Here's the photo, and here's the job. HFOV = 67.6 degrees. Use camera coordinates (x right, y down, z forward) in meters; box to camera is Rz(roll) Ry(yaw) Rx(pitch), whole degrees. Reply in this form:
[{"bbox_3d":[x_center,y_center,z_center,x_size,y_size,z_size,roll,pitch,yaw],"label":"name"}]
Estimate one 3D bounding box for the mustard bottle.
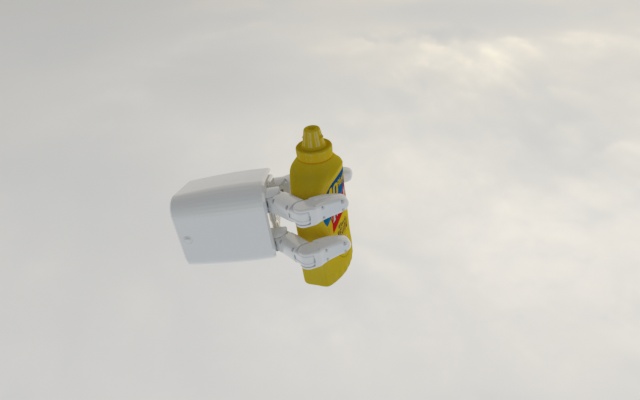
[{"bbox_3d":[0.000,0.002,0.564,0.058,0.192,0.096,7,35,22],"label":"mustard bottle"}]
